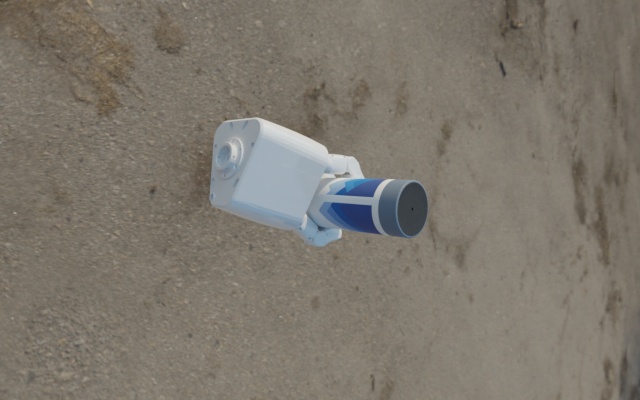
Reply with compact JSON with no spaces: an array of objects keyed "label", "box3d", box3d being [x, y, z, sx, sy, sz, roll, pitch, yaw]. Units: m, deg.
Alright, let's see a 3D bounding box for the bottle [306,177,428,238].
[{"label":"bottle","box3d":[0.000,0.002,0.644,0.295,0.069,0.069,4,3,44]}]
